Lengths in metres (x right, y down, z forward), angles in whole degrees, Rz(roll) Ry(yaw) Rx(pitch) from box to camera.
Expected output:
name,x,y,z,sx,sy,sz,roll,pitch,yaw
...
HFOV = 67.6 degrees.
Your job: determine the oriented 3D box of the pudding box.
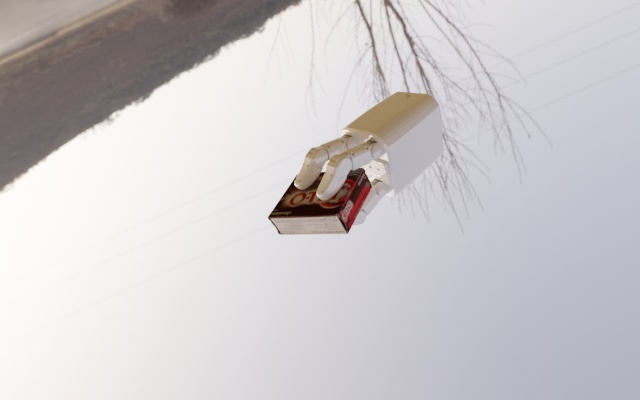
name,x,y,z,sx,sy,sz,roll,pitch,yaw
pudding box,0.000,0.002,0.623,0.113,0.039,0.090,-6,38,36
